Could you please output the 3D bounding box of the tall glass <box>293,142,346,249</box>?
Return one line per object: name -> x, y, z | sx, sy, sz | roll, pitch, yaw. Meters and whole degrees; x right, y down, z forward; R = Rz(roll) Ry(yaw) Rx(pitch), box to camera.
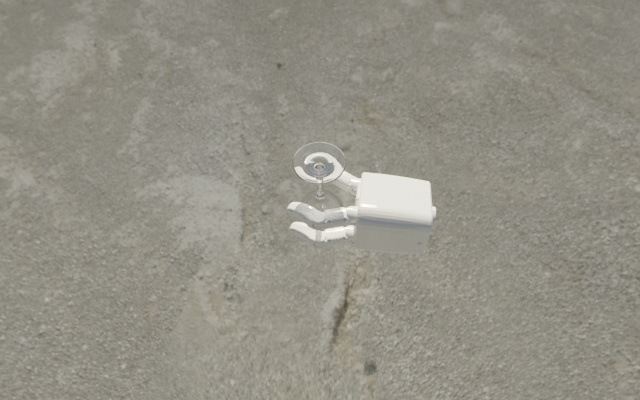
tall glass -> 0.000, 0.002, 0.742 | 0.079, 0.079, 0.201 | 0, -34, 1
